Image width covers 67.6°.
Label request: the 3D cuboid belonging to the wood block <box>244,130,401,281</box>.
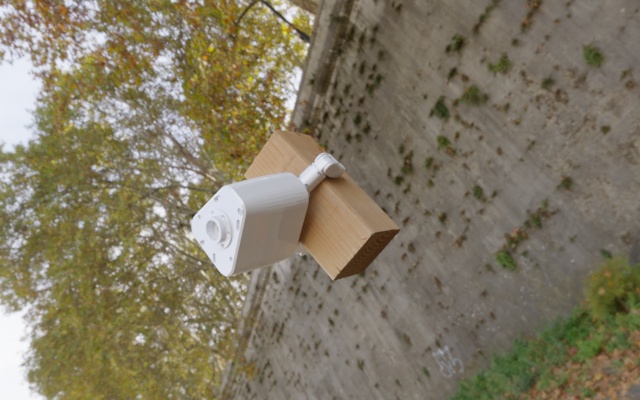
[{"bbox_3d":[0.000,0.002,0.675,0.206,0.091,0.090,48,24,23],"label":"wood block"}]
